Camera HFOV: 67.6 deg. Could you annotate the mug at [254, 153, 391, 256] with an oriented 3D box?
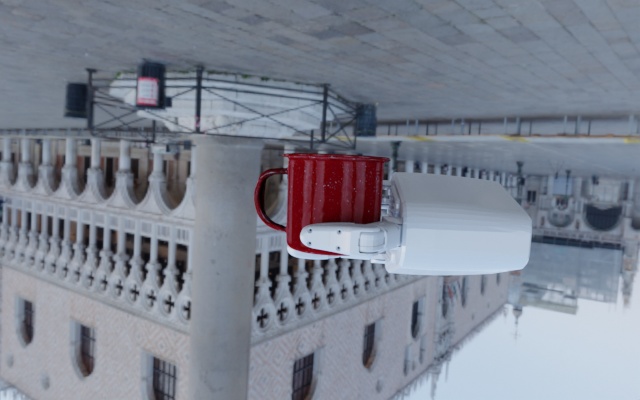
[{"bbox_3d":[-0.001,0.002,0.416,0.117,0.081,0.093,3,4,2],"label":"mug"}]
